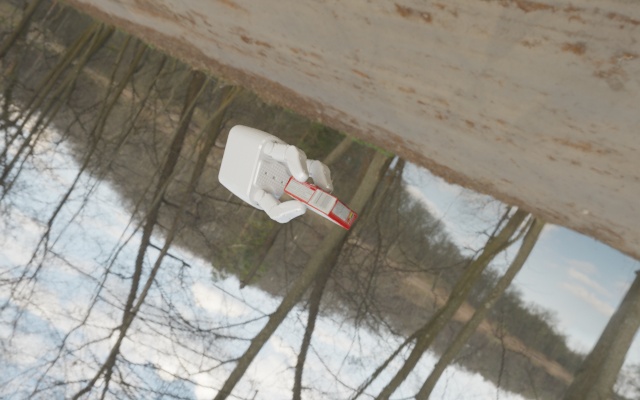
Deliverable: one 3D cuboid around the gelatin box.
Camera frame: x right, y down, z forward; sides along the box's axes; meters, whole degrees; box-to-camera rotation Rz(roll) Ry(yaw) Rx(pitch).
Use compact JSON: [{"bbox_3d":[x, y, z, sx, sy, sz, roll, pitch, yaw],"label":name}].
[{"bbox_3d":[0.000,0.003,0.688,0.089,0.030,0.073,28,-5,33],"label":"gelatin box"}]
